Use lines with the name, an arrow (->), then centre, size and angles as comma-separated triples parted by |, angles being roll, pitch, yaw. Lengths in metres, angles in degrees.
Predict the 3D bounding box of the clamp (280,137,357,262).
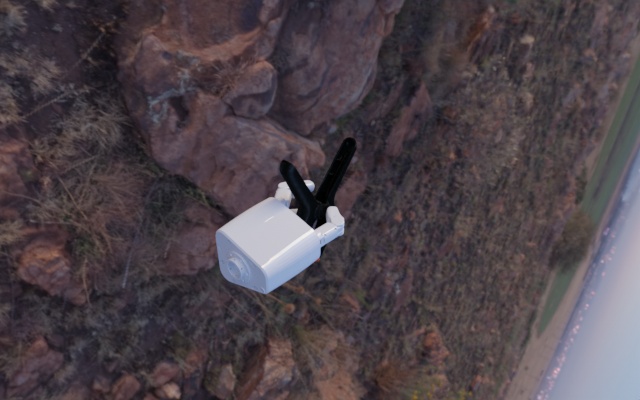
clamp -> 0.001, 0.003, 0.773 | 0.036, 0.210, 0.164 | 26, 41, 34
